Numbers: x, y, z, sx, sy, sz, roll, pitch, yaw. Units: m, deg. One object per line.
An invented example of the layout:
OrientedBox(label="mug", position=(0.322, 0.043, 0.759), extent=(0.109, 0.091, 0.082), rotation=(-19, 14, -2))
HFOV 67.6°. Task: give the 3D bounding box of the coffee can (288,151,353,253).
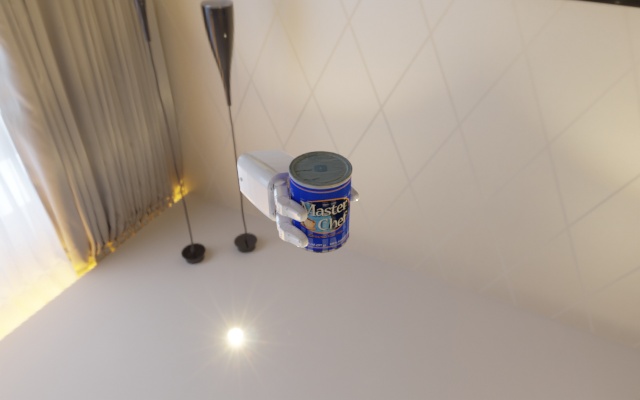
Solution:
OrientedBox(label="coffee can", position=(0.000, 0.003, 0.804), extent=(0.103, 0.140, 0.102), rotation=(0, 37, 0))
